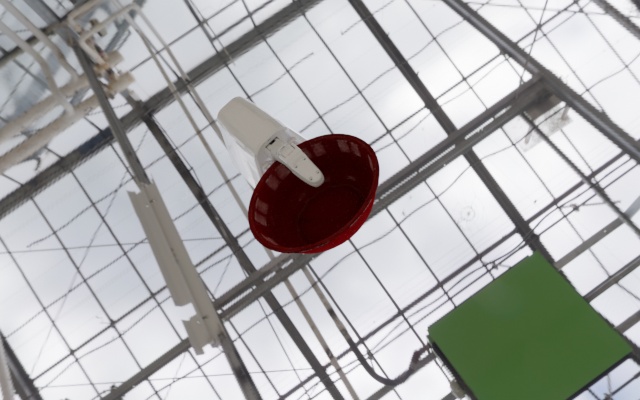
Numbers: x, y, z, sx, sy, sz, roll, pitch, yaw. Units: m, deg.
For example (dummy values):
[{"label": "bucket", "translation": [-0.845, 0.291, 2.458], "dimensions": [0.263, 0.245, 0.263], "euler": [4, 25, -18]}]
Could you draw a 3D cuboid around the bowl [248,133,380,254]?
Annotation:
[{"label": "bowl", "translation": [0.001, 0.003, 0.539], "dimensions": [0.162, 0.162, 0.055], "euler": [0, -36, 33]}]
